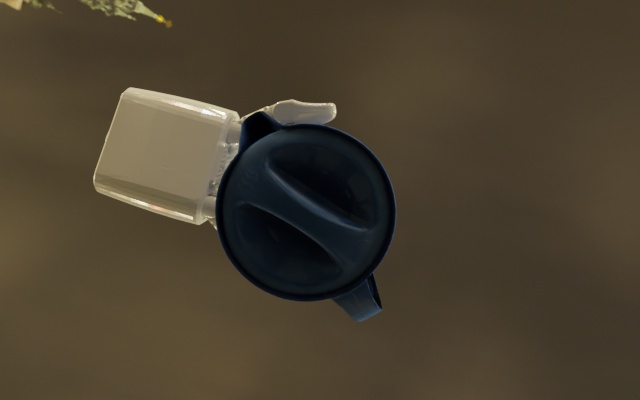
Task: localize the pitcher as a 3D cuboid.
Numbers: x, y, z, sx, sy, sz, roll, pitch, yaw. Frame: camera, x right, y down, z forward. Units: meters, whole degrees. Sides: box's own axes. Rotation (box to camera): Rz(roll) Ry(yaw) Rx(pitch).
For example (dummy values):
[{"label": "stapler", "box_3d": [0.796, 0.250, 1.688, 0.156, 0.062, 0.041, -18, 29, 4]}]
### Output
[{"label": "pitcher", "box_3d": [0.000, 0.001, 0.461, 0.145, 0.149, 0.243, 14, 10, 1]}]
